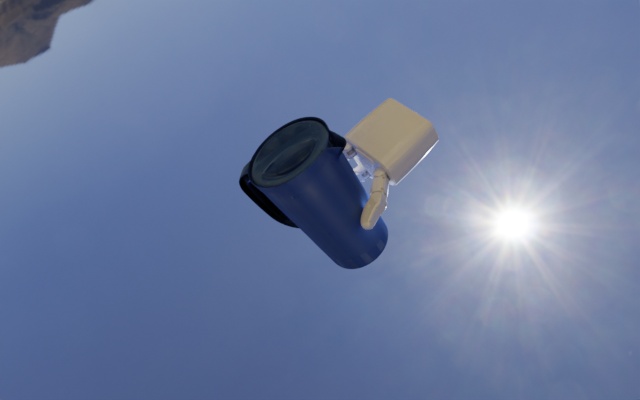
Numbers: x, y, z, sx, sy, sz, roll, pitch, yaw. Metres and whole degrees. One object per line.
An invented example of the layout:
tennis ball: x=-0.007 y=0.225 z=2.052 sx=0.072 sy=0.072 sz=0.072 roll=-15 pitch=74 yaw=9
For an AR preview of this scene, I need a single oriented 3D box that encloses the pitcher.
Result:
pitcher: x=0.000 y=0.002 z=0.738 sx=0.149 sy=0.145 sz=0.243 roll=35 pitch=-13 yaw=51
